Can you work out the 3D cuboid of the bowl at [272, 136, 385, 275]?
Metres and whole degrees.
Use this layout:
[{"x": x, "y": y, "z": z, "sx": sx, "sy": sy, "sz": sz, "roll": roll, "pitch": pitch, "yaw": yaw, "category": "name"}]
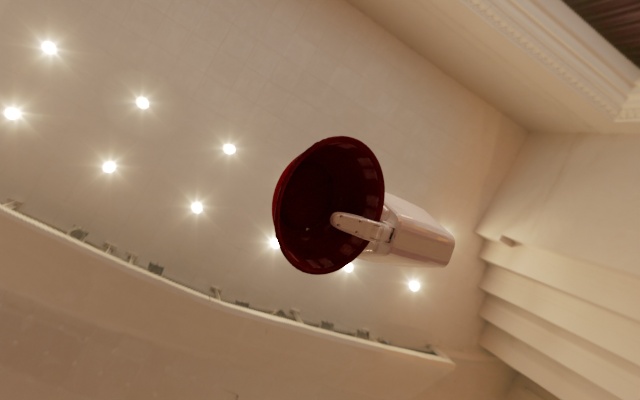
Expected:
[{"x": -0.001, "y": 0.001, "z": 0.557, "sx": 0.162, "sy": 0.162, "sz": 0.055, "roll": 0, "pitch": 14, "yaw": -40, "category": "bowl"}]
